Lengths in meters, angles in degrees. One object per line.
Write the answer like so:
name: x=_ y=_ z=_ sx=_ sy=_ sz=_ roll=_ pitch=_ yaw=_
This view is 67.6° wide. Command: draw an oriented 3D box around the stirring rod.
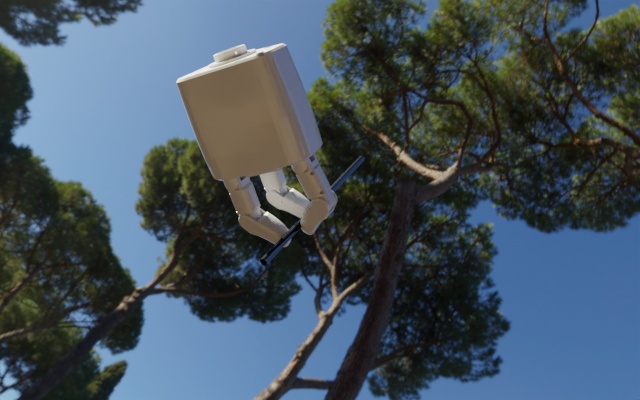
stirring rod: x=0.000 y=0.002 z=0.555 sx=0.011 sy=0.011 sz=0.239 roll=0 pitch=29 yaw=32
